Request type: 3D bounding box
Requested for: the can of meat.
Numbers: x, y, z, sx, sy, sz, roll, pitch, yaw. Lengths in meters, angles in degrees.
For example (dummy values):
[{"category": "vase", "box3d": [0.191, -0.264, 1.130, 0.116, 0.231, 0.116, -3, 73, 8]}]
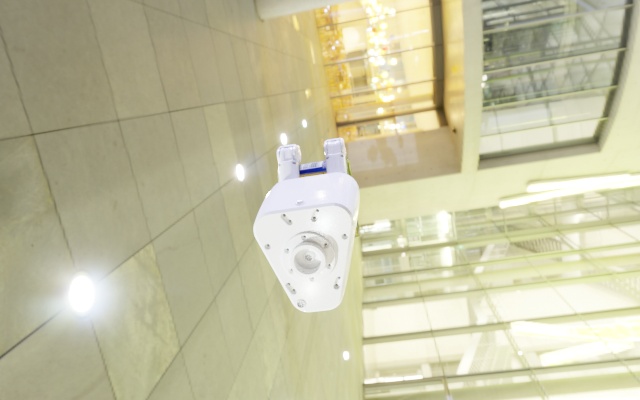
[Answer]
[{"category": "can of meat", "box3d": [0.000, 0.002, 0.580, 0.084, 0.102, 0.057, -8, 12, 8]}]
